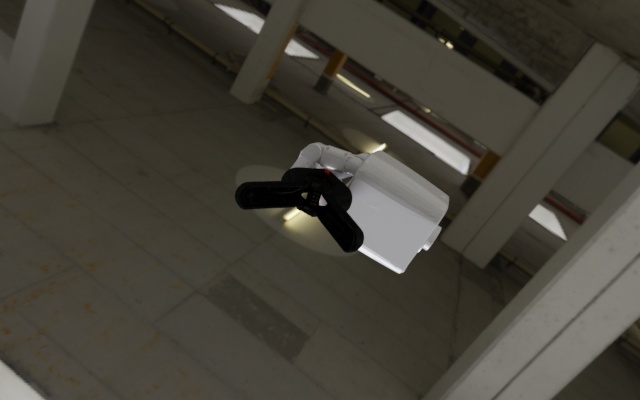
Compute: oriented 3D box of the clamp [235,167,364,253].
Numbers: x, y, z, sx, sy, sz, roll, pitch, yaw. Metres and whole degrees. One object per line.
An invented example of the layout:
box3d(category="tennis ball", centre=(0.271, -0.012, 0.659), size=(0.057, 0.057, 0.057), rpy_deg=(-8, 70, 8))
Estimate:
box3d(category="clamp", centre=(0.000, 0.002, 0.483), size=(0.120, 0.039, 0.171), rpy_deg=(31, 21, 9))
